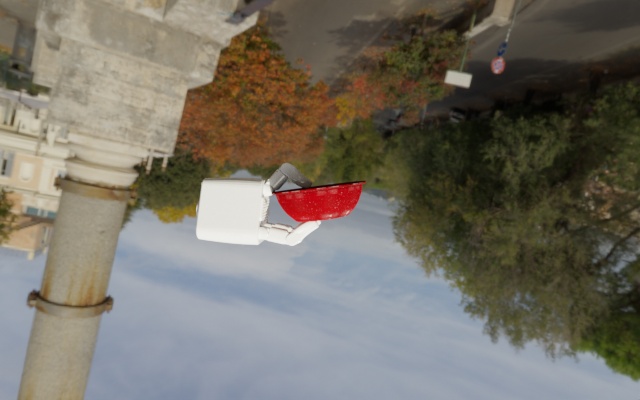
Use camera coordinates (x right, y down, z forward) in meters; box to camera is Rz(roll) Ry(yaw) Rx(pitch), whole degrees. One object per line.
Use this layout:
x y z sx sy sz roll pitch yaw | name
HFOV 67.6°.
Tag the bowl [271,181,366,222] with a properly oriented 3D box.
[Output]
0.001 0.003 0.808 0.162 0.055 0.162 -8 3 0 | bowl
